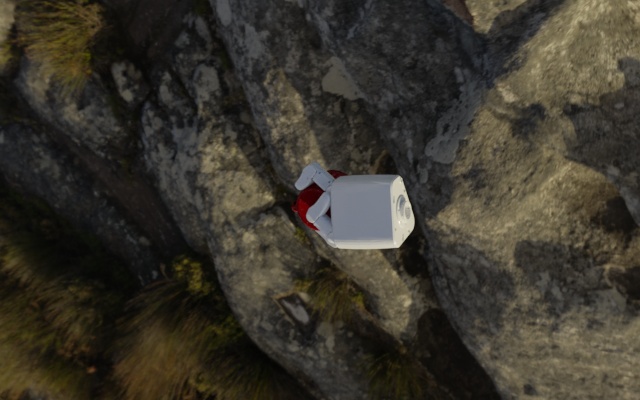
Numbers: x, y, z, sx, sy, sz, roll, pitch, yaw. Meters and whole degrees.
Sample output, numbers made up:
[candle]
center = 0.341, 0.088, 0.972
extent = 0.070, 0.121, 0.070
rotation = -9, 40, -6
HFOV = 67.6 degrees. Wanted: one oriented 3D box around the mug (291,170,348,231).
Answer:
[mug]
center = -0.001, 0.003, 0.847
extent = 0.117, 0.093, 0.081
rotation = -2, 20, 31
